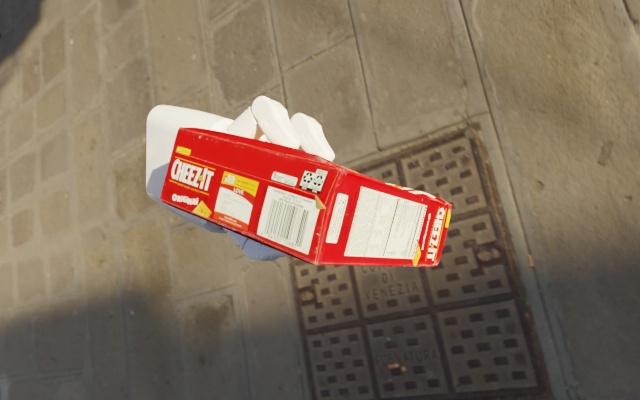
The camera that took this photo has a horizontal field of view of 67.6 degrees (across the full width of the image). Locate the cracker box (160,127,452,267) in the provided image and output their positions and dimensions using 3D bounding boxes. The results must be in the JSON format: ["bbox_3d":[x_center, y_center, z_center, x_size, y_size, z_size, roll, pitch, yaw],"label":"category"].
[{"bbox_3d":[0.000,0.002,0.422,0.164,0.072,0.214,17,3,34],"label":"cracker box"}]
